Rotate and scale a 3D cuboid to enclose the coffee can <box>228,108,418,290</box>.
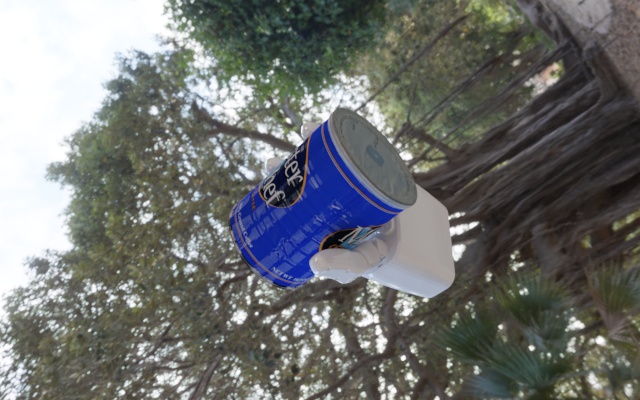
[{"bbox_3d":[0.000,0.001,0.430,0.140,0.102,0.103,-40,-21,28],"label":"coffee can"}]
